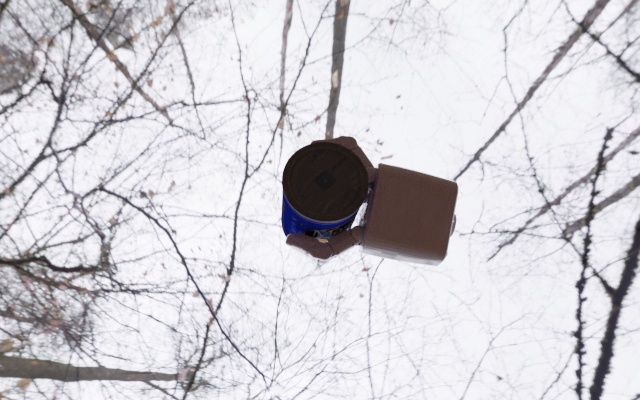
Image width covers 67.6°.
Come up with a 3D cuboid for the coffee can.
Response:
[{"bbox_3d":[0.000,0.002,0.621,0.103,0.102,0.140,0,-22,-5],"label":"coffee can"}]
